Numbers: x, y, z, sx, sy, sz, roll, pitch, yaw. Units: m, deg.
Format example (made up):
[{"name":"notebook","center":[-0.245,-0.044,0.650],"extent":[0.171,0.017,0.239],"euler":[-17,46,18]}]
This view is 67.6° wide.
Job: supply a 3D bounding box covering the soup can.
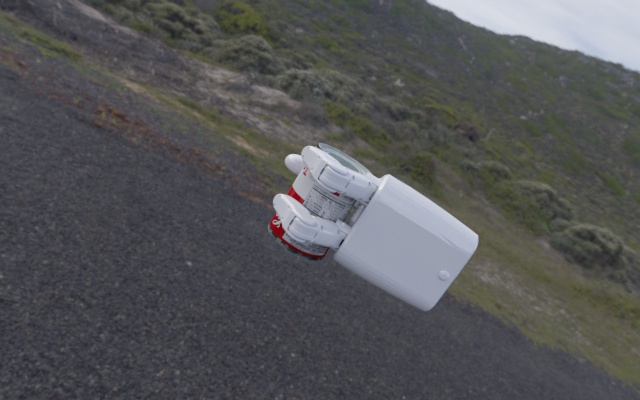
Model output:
[{"name":"soup can","center":[0.000,0.001,0.489],"extent":[0.068,0.102,0.068],"euler":[29,15,-9]}]
